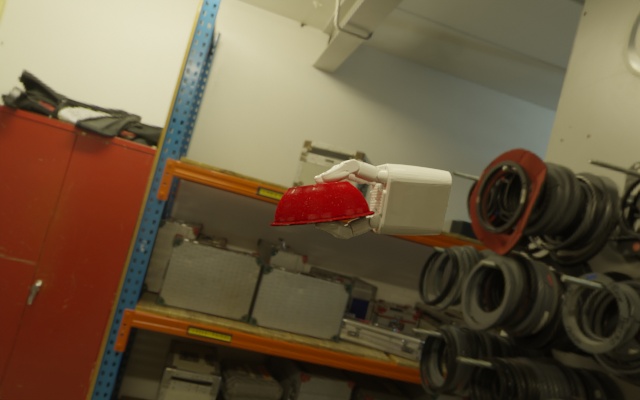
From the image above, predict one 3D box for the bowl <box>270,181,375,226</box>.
[{"bbox_3d":[-0.001,0.002,0.729,0.162,0.055,0.162,-7,1,0],"label":"bowl"}]
